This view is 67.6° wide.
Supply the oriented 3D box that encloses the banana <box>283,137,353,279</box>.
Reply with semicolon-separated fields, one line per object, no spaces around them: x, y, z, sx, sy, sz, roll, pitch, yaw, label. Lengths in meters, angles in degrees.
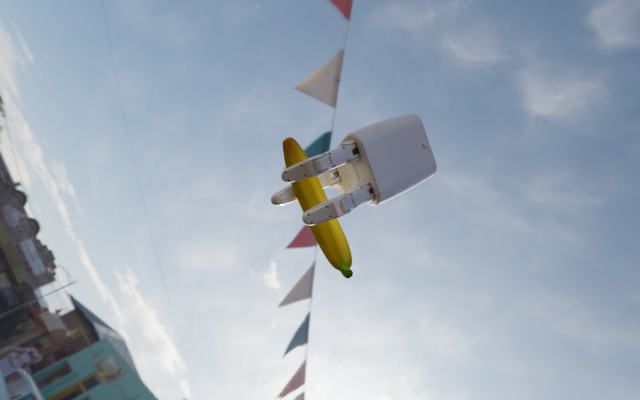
-0.001;0.011;0.620;0.037;0.197;0.070;-22;-16;-15;banana
